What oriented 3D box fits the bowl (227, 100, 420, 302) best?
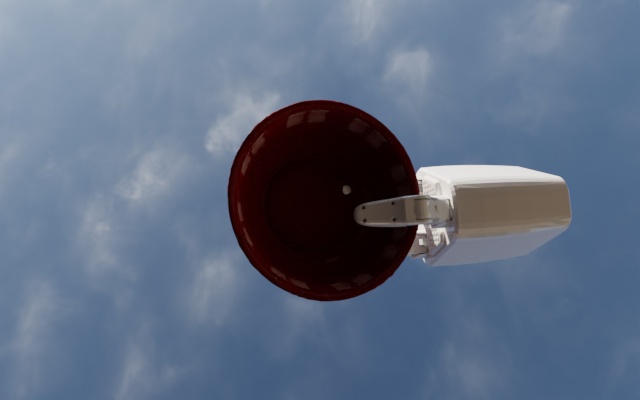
[{"bbox_3d":[-0.001,0.001,0.403,0.162,0.162,0.055,0,-7,-18],"label":"bowl"}]
